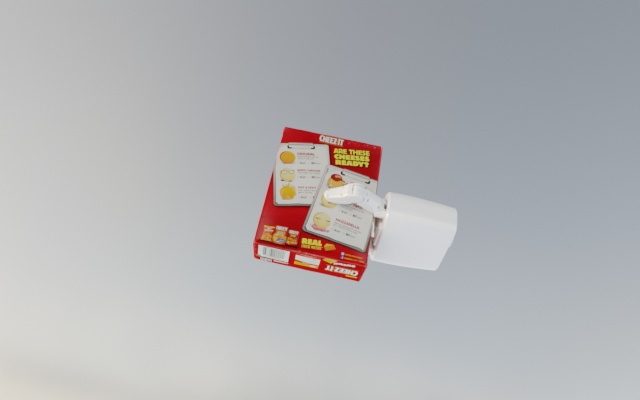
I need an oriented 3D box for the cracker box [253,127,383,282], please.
[{"bbox_3d":[0.000,0.002,0.737,0.164,0.213,0.072,12,-32,-1],"label":"cracker box"}]
